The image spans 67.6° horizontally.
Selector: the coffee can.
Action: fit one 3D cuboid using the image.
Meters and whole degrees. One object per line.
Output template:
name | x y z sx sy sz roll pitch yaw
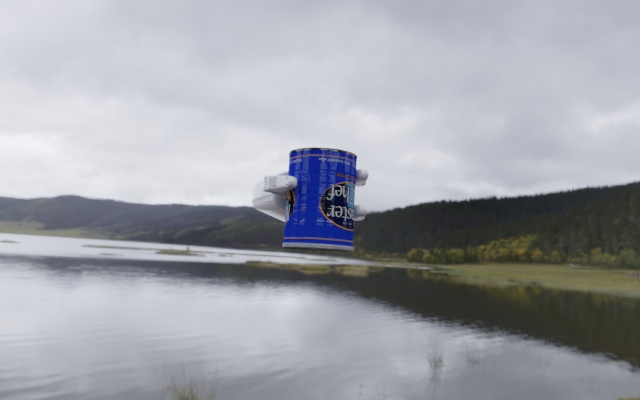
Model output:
coffee can | 0.000 0.002 0.700 0.103 0.140 0.103 3 -7 0
